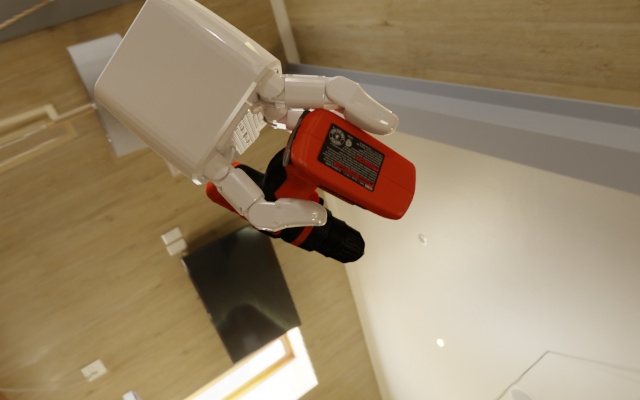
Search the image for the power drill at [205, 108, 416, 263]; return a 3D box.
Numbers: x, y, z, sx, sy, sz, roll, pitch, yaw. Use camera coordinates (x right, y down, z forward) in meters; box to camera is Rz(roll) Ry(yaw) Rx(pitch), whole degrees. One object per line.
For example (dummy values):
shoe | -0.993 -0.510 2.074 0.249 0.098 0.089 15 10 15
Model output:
power drill | 0.000 0.001 0.437 0.184 0.057 0.188 27 -26 -20
